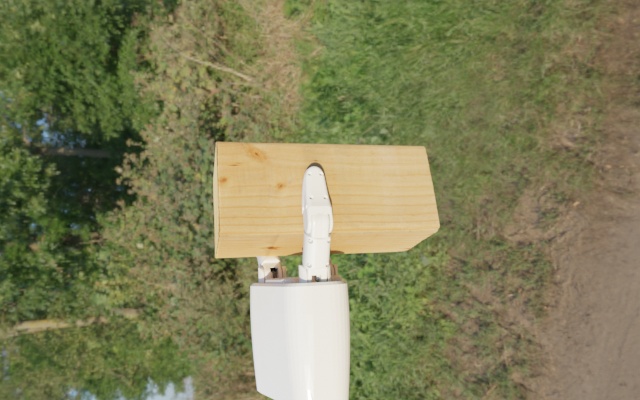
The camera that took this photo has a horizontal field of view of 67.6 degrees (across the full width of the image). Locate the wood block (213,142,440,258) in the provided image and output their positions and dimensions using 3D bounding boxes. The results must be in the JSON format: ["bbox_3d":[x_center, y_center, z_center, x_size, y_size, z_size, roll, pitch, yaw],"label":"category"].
[{"bbox_3d":[0.000,0.002,0.478,0.206,0.090,0.091,-1,-20,-15],"label":"wood block"}]
